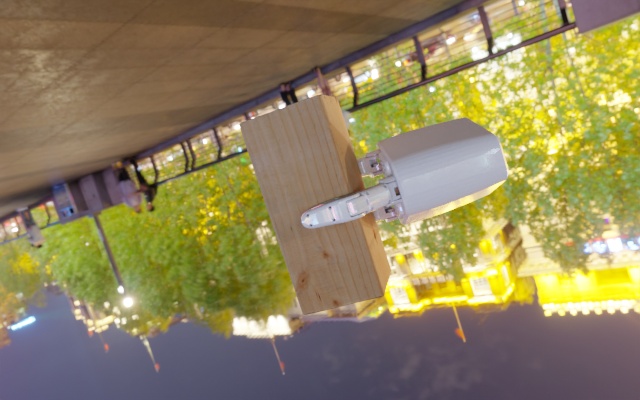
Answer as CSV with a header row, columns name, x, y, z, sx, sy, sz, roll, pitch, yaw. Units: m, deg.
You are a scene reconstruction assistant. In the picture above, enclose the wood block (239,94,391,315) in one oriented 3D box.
name,x,y,z,sx,sy,sz,roll,pitch,yaw
wood block,0.000,0.002,0.510,0.090,0.206,0.091,-17,5,16
